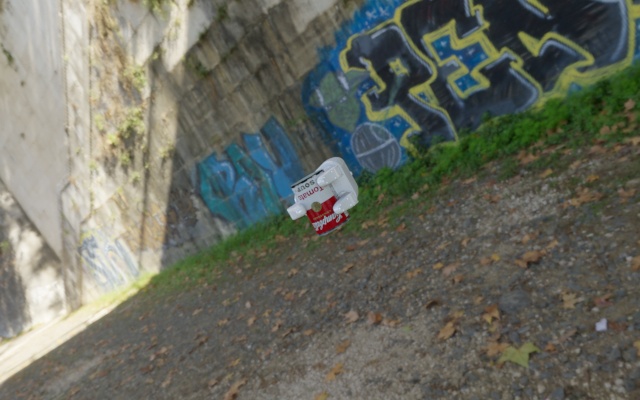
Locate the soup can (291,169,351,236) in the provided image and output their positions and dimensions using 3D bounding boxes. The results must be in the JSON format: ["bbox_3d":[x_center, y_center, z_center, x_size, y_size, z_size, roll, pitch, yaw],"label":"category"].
[{"bbox_3d":[0.000,0.003,0.853,0.068,0.102,0.068,-29,6,3],"label":"soup can"}]
